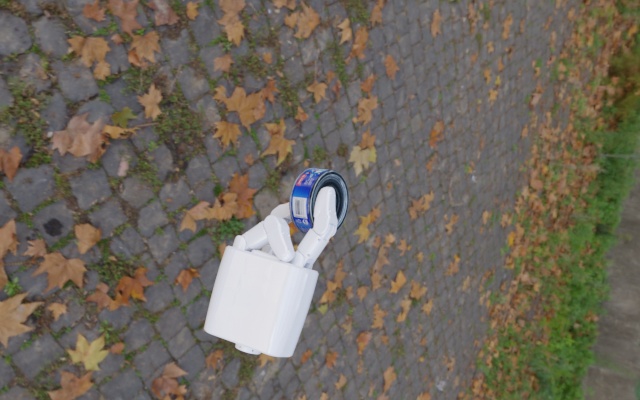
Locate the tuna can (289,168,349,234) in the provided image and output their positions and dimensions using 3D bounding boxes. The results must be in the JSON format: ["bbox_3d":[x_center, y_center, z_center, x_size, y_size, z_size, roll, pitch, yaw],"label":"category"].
[{"bbox_3d":[0.001,0.002,0.611,0.034,0.086,0.086,7,4,37],"label":"tuna can"}]
